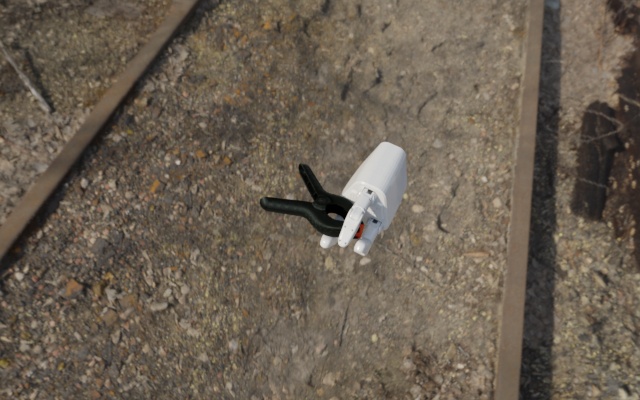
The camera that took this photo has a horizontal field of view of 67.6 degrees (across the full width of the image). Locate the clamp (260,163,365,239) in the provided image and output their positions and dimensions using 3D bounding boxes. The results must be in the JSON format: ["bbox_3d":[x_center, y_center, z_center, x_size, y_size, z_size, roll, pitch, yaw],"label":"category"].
[{"bbox_3d":[0.000,0.002,0.787,0.171,0.120,0.039,26,-34,10],"label":"clamp"}]
